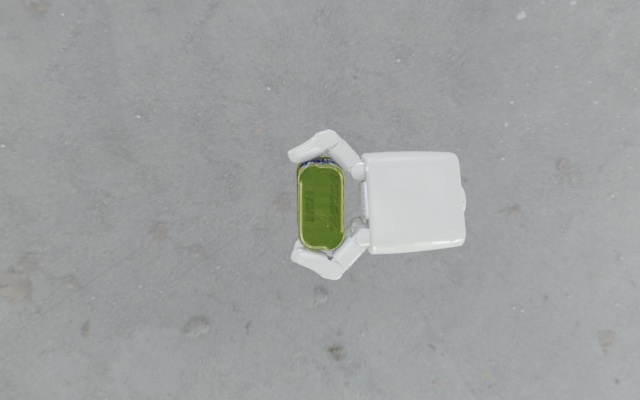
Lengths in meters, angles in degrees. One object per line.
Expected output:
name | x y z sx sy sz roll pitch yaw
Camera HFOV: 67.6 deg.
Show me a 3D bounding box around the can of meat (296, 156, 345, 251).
can of meat | 0.000 0.002 0.556 0.057 0.102 0.084 -1 9 -2
